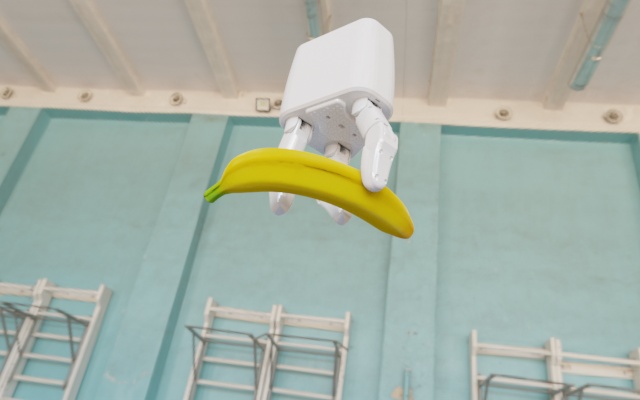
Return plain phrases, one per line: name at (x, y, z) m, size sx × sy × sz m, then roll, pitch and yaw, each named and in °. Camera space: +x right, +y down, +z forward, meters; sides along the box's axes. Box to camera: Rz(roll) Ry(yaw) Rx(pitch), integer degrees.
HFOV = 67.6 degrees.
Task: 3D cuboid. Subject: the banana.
banana at (0.002, -0.009, 0.420) m, size 0.198 × 0.037 × 0.070 m, roll 13°, pitch -34°, yaw -11°
